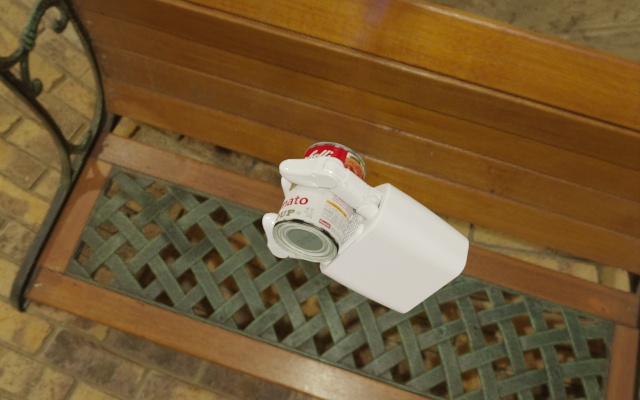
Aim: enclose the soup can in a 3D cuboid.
[{"bbox_3d":[0.000,0.001,0.475,0.068,0.102,0.069,14,-35,10],"label":"soup can"}]
